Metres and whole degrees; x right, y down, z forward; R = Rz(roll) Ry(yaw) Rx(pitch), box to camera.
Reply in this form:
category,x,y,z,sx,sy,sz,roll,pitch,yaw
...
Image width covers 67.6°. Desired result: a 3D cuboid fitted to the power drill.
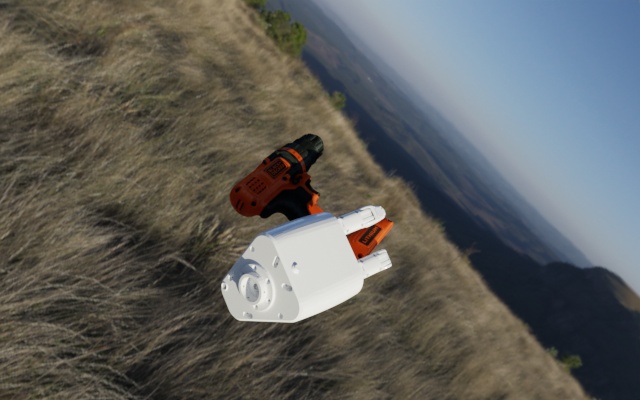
category,x,y,z,sx,sy,sz,roll,pitch,yaw
power drill,0.000,0.002,0.633,0.184,0.187,0.057,-45,-11,-42
